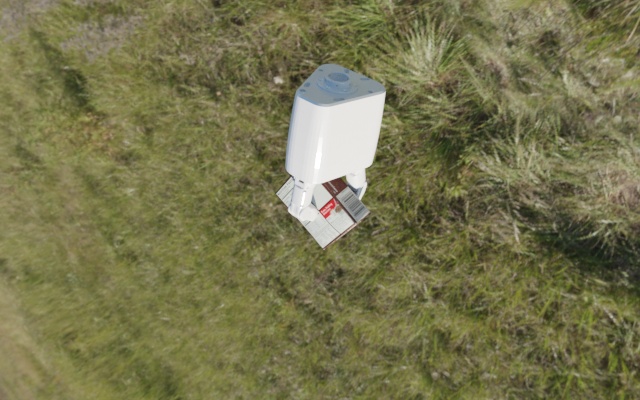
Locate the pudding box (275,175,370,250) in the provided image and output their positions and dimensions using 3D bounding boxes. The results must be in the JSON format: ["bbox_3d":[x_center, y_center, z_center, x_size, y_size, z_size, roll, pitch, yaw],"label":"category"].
[{"bbox_3d":[0.000,0.002,0.668,0.039,0.113,0.090,-36,-5,-42],"label":"pudding box"}]
